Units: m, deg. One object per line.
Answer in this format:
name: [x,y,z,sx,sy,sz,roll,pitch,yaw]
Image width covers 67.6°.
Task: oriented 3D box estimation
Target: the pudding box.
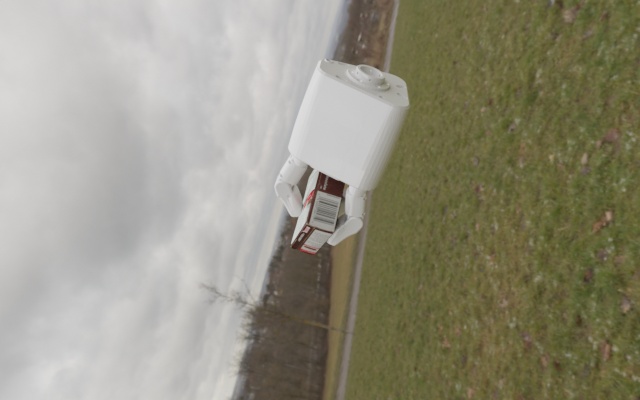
pudding box: [0.000,0.002,0.608,0.039,0.113,0.090,19,-27,-7]
